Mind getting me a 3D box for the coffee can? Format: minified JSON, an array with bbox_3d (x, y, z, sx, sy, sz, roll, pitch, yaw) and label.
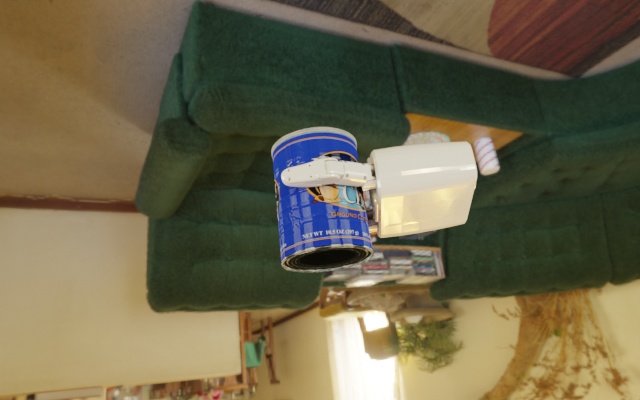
[{"bbox_3d":[0.000,0.002,0.548,0.103,0.140,0.103,-6,-21,-2],"label":"coffee can"}]
